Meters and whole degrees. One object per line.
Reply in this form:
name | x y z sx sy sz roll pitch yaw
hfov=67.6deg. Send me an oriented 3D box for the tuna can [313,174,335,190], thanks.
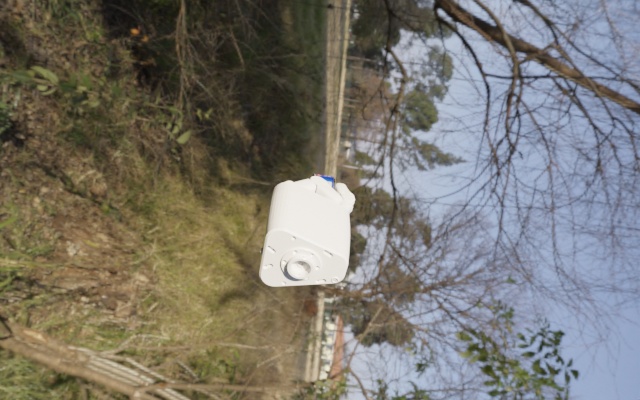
tuna can | 0.001 0.002 0.747 0.034 0.086 0.086 7 -1 -6
